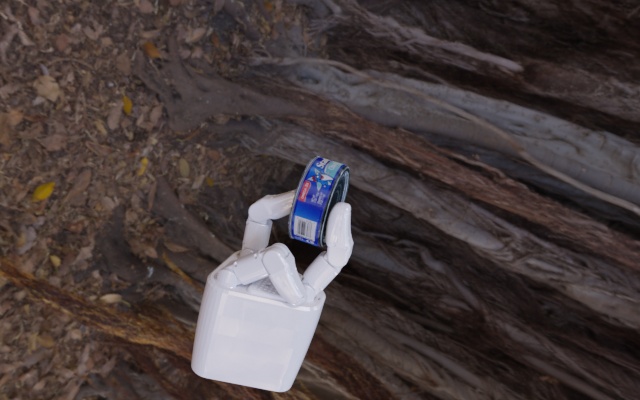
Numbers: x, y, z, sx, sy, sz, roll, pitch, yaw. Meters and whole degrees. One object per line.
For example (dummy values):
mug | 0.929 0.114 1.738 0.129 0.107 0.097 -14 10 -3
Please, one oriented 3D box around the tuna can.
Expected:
tuna can | 0.001 0.002 0.470 0.034 0.086 0.086 18 4 12
